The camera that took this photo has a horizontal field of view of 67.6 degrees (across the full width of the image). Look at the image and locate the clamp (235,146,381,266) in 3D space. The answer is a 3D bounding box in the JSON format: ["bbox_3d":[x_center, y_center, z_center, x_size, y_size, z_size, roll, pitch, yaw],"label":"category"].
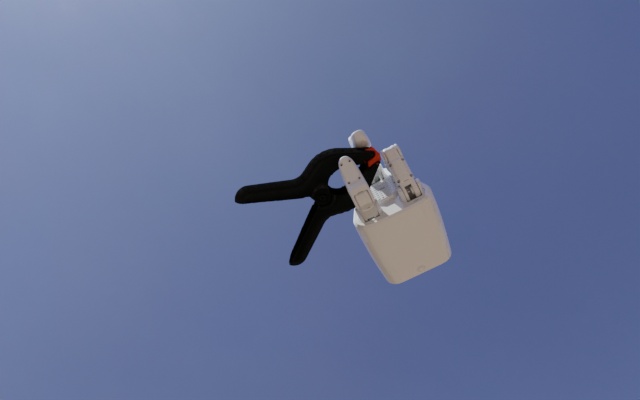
[{"bbox_3d":[0.000,0.001,0.563,0.171,0.120,0.039,-26,30,4],"label":"clamp"}]
